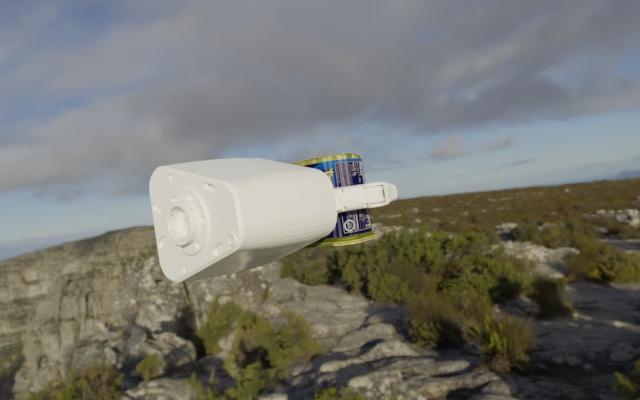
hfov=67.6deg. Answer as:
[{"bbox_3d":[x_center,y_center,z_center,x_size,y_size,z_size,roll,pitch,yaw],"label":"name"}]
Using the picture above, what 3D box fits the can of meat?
[{"bbox_3d":[0.000,0.001,0.477,0.102,0.084,0.057,-8,1,42],"label":"can of meat"}]
